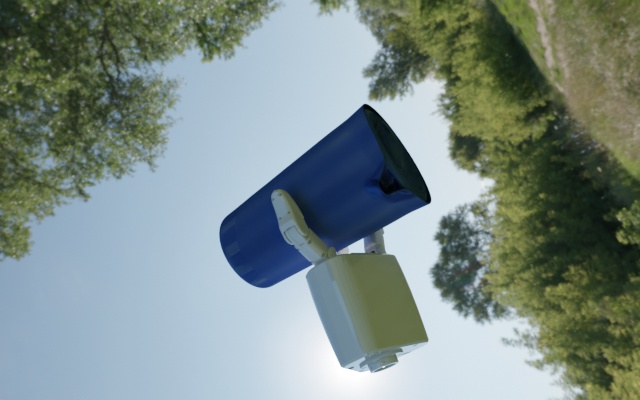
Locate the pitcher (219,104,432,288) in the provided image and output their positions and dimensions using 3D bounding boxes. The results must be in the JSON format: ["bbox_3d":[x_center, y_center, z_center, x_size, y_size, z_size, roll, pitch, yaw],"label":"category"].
[{"bbox_3d":[0.000,0.002,0.582,0.243,0.145,0.149,-33,-29,21],"label":"pitcher"}]
